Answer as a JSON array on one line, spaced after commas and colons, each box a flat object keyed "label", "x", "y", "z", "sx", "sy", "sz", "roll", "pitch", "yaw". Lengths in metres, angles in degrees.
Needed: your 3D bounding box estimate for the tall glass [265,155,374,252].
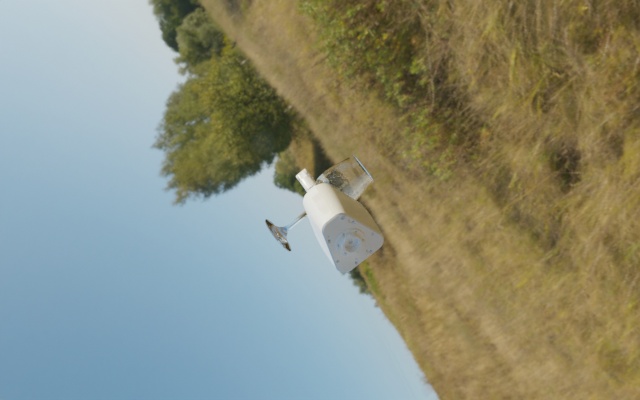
[{"label": "tall glass", "x": 0.000, "y": 0.003, "z": 0.865, "sx": 0.201, "sy": 0.079, "sz": 0.079, "roll": -39, "pitch": -3, "yaw": 4}]
